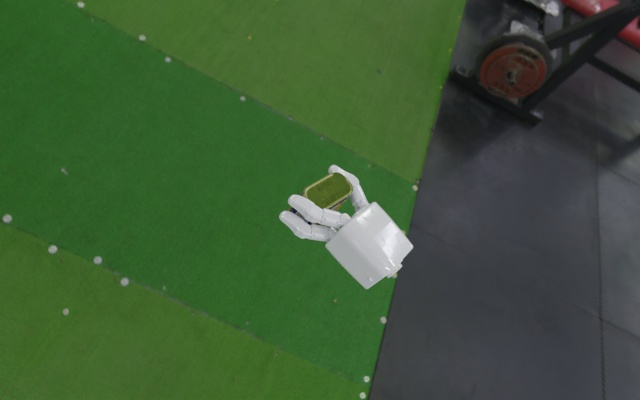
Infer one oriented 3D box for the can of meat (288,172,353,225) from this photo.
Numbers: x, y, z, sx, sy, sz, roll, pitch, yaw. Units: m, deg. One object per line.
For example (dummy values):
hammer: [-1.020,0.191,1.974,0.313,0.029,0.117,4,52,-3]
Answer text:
can of meat: [0.000,0.003,0.842,0.102,0.057,0.084,-32,-11,-34]
